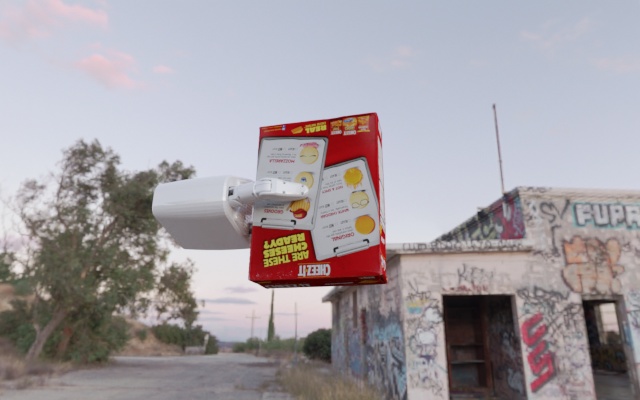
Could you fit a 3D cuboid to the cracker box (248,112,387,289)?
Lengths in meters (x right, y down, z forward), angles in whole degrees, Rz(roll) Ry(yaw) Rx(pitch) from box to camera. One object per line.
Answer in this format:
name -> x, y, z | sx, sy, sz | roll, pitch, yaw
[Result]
cracker box -> 0.000, 0.002, 0.619 | 0.164, 0.213, 0.072 | -5, -21, 15
